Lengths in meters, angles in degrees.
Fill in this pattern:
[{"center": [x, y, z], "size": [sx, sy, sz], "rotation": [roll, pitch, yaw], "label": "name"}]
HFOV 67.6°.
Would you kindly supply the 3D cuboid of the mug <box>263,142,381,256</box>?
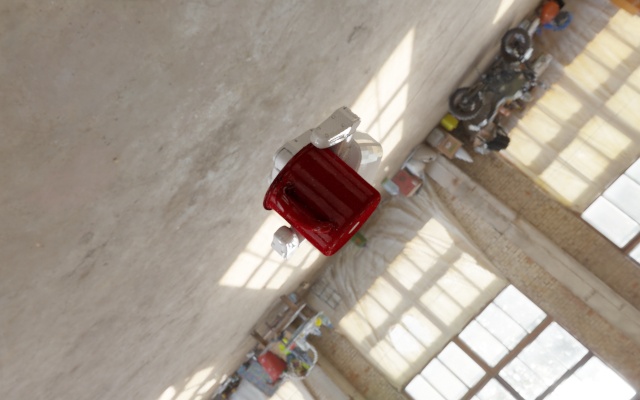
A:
[{"center": [0.000, 0.002, 0.456], "size": [0.081, 0.093, 0.117], "rotation": [42, 20, 12], "label": "mug"}]
